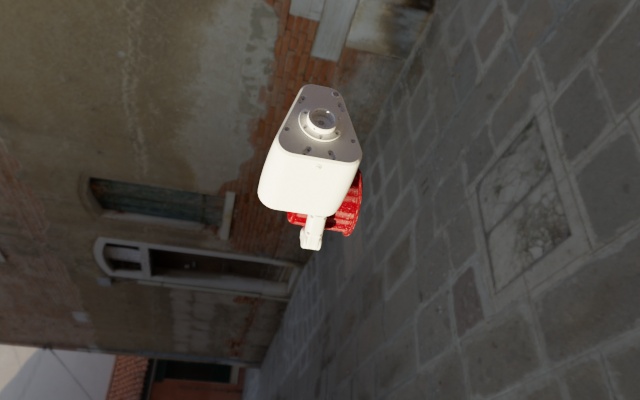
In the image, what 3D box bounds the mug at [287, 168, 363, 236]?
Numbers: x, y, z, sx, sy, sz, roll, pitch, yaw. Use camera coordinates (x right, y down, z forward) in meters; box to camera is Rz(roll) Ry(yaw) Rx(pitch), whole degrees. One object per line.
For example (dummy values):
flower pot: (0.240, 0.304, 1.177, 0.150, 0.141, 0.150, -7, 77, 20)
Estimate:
mug: (0.000, 0.003, 0.644, 0.081, 0.093, 0.117, 9, -35, -11)
